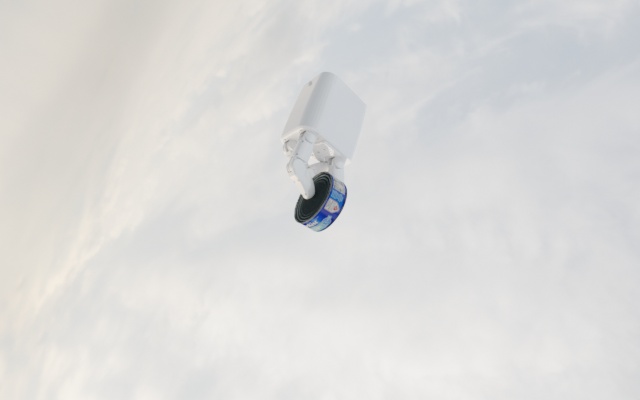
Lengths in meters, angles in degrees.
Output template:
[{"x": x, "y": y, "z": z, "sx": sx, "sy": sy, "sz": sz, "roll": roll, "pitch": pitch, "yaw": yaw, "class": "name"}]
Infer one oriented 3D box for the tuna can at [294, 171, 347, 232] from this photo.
[{"x": 0.001, "y": 0.003, "z": 0.700, "sx": 0.034, "sy": 0.086, "sz": 0.086, "roll": 32, "pitch": -15, "yaw": -26, "class": "tuna can"}]
